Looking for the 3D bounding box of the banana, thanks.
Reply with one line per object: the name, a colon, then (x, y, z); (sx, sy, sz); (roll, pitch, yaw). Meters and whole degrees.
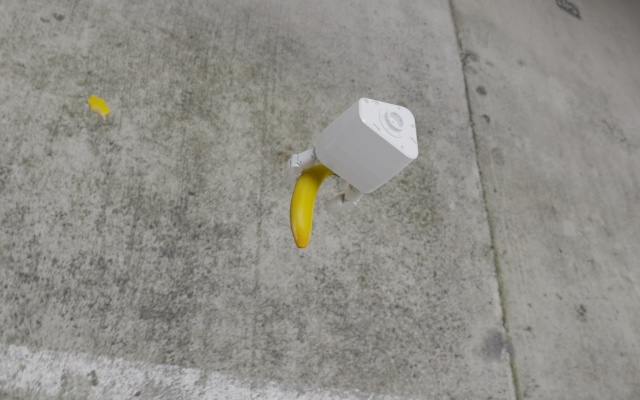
banana: (-0.012, -0.012, 0.766); (0.037, 0.069, 0.197); (-34, 19, 43)
